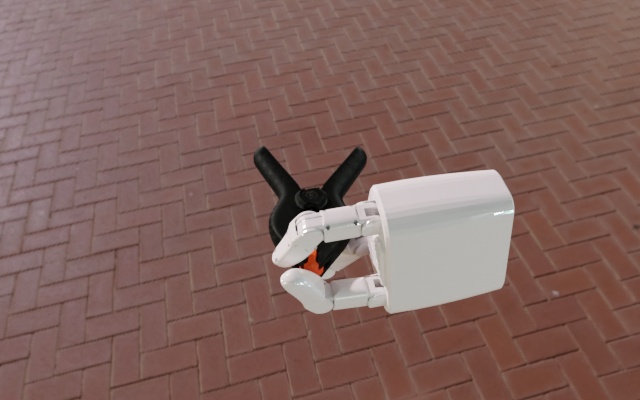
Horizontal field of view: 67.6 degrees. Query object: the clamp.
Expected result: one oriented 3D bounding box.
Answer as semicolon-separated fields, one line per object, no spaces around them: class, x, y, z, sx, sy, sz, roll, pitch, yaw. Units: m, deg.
clamp;0.000;0.001;0.468;0.120;0.171;0.039;-10;-40;-3
